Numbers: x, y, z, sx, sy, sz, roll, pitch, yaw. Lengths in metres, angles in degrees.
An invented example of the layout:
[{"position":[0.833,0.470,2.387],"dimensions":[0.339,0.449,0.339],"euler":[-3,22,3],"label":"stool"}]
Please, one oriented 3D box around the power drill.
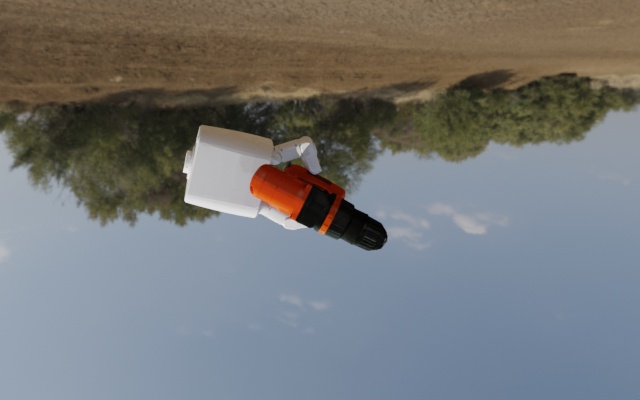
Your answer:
[{"position":[0.000,0.002,0.661],"dimensions":[0.184,0.057,0.187],"euler":[28,5,-3],"label":"power drill"}]
